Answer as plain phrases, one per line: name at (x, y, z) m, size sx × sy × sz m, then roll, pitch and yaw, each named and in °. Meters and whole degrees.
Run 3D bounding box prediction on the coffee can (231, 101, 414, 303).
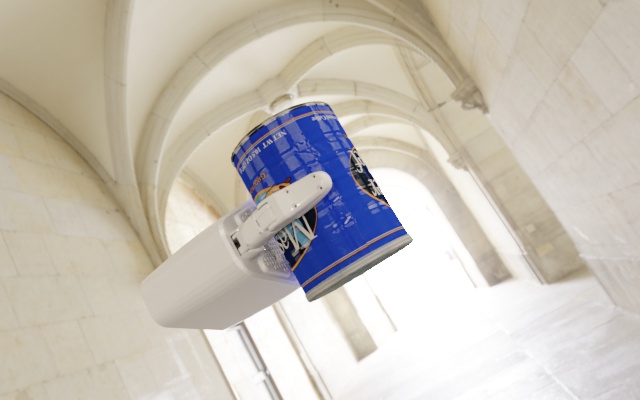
coffee can at (0.000, 0.001, 0.414) m, size 0.103 × 0.140 × 0.103 m, roll -29°, pitch -12°, yaw -7°
